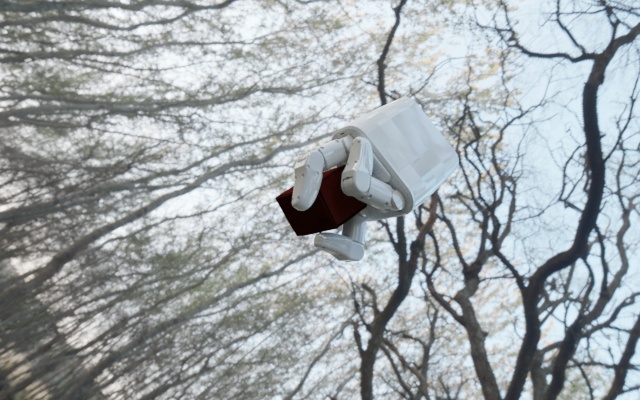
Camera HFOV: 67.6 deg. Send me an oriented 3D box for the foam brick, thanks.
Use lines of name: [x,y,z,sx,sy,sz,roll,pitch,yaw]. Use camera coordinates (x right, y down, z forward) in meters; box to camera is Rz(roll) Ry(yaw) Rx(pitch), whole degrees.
foam brick: [0.000,0.002,0.521,0.051,0.053,0.078,-35,12,-36]
